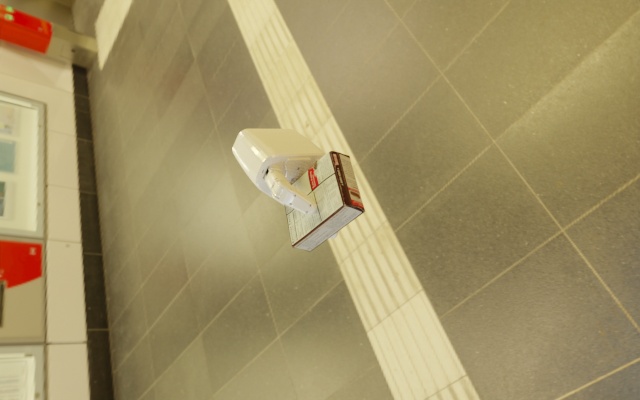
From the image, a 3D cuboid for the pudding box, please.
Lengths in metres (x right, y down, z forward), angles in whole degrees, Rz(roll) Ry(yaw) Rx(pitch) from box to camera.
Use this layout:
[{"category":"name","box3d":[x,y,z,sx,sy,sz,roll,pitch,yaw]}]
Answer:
[{"category":"pudding box","box3d":[0.000,0.002,0.629,0.039,0.090,0.113,14,-40,-37]}]
